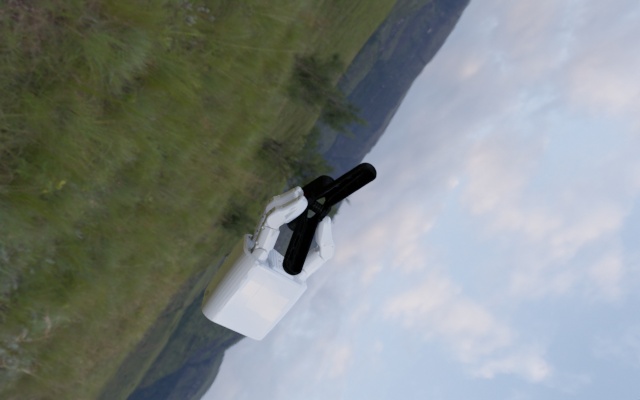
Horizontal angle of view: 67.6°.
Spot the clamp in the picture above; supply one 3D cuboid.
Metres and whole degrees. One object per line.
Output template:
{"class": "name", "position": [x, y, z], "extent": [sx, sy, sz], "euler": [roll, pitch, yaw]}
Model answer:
{"class": "clamp", "position": [0.000, 0.003, 0.654], "extent": [0.036, 0.164, 0.210], "euler": [40, 6, -15]}
